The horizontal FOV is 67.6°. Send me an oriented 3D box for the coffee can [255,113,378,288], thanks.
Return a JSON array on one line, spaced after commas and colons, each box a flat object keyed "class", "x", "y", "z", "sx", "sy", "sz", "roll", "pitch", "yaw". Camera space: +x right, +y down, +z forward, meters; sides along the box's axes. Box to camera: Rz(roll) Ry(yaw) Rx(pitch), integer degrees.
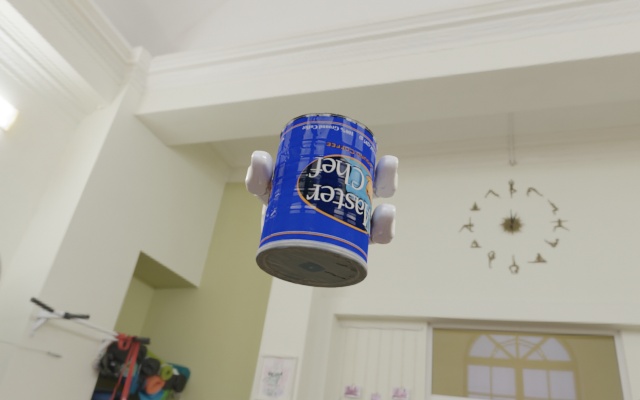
[{"class": "coffee can", "x": 0.000, "y": 0.002, "z": 0.465, "sx": 0.103, "sy": 0.140, "sz": 0.103, "roll": 6, "pitch": -28, "yaw": 3}]
